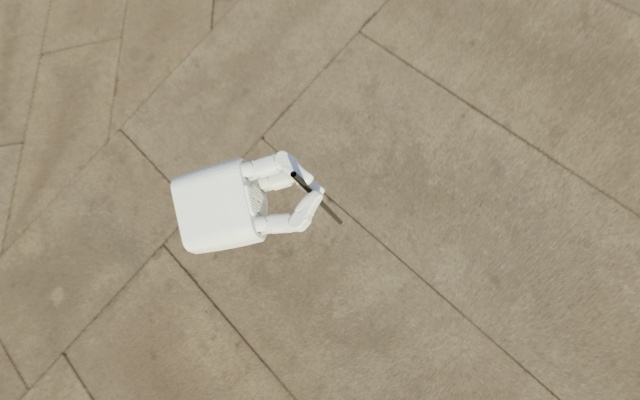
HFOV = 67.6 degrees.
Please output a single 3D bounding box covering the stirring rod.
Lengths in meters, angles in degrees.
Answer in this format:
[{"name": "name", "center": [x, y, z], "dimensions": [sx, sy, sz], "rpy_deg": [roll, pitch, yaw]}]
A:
[{"name": "stirring rod", "center": [0.000, 0.002, 0.681], "dimensions": [0.011, 0.011, 0.240], "rpy_deg": [0, -16, 16]}]
